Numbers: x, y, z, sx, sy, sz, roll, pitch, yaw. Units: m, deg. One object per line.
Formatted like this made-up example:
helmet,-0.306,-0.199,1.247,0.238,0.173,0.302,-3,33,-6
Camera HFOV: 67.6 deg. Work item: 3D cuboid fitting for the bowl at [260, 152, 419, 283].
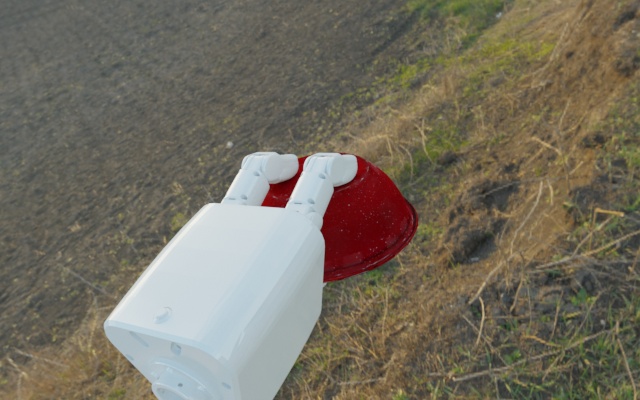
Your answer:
bowl,0.000,0.000,0.411,0.162,0.055,0.162,-9,26,4
